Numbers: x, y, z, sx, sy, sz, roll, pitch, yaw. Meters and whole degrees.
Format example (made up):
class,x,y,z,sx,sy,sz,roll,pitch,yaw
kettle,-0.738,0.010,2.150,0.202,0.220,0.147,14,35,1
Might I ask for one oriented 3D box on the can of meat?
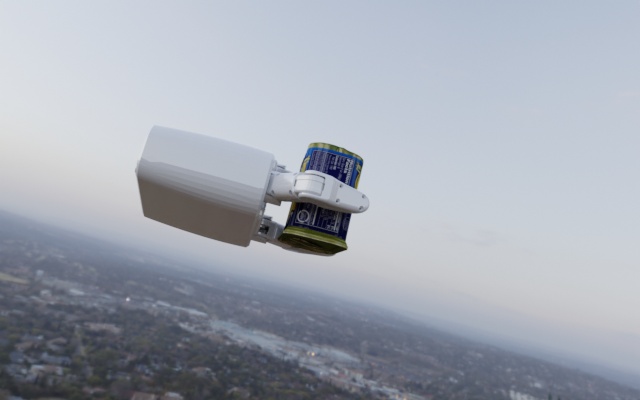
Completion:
class,x,y,z,sx,sy,sz,roll,pitch,yaw
can of meat,0.000,0.001,0.445,0.057,0.084,0.102,15,-12,-6
